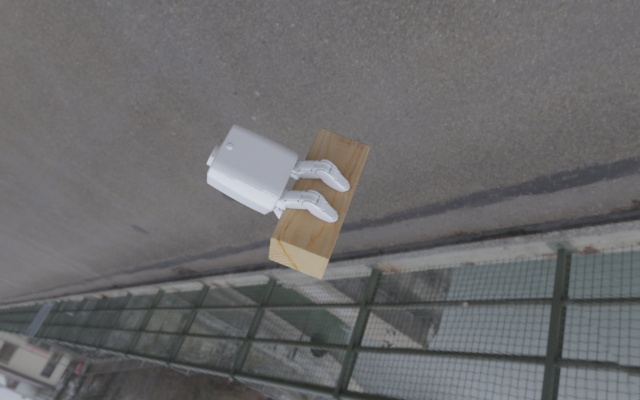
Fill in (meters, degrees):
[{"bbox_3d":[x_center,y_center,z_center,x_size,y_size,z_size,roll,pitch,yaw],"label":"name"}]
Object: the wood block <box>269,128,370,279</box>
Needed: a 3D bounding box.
[{"bbox_3d":[0.000,0.003,0.747,0.090,0.206,0.091,21,-28,2],"label":"wood block"}]
